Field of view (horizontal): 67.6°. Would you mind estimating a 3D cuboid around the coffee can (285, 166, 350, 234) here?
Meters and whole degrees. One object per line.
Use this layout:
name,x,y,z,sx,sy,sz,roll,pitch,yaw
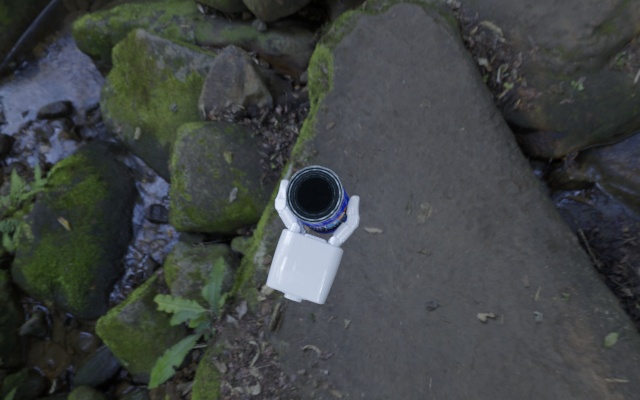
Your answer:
coffee can,0.000,0.003,0.886,0.103,0.102,0.140,0,-11,9
